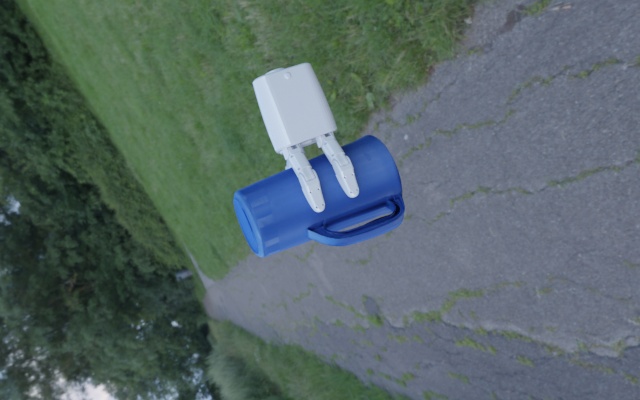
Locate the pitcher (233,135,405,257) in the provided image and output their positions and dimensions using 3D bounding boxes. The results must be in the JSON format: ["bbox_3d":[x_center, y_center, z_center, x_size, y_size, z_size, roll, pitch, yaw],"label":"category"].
[{"bbox_3d":[0.000,0.002,0.738,0.243,0.145,0.149,-22,5,-18],"label":"pitcher"}]
